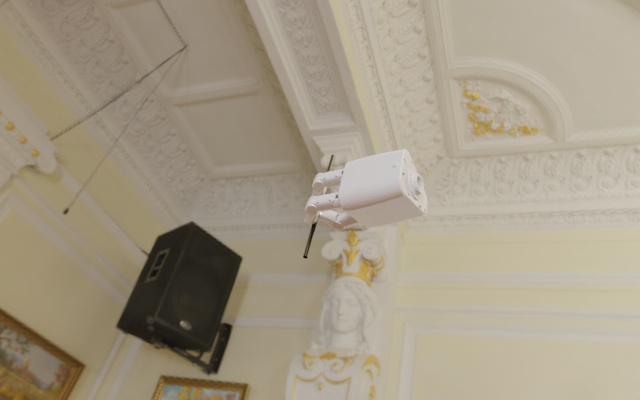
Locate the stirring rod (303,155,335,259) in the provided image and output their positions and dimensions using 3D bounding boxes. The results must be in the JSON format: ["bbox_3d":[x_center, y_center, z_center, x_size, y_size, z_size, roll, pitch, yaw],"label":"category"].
[{"bbox_3d":[0.000,0.003,0.848,0.011,0.239,0.011,9,-40,8],"label":"stirring rod"}]
